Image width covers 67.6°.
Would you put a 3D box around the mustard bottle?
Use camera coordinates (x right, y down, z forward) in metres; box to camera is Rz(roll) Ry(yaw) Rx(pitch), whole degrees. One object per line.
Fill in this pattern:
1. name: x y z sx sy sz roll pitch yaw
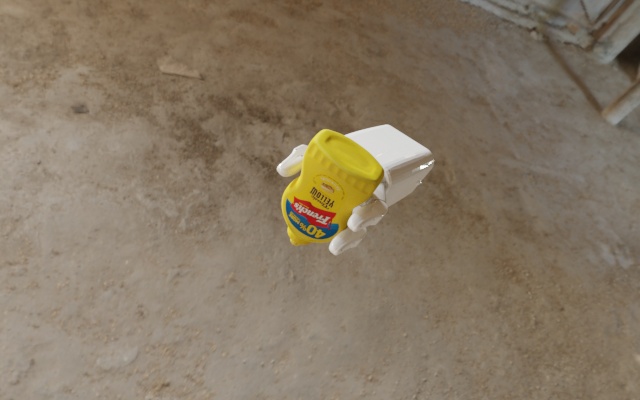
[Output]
1. mustard bottle: 0.000 0.002 0.627 0.096 0.192 0.058 34 46 2
